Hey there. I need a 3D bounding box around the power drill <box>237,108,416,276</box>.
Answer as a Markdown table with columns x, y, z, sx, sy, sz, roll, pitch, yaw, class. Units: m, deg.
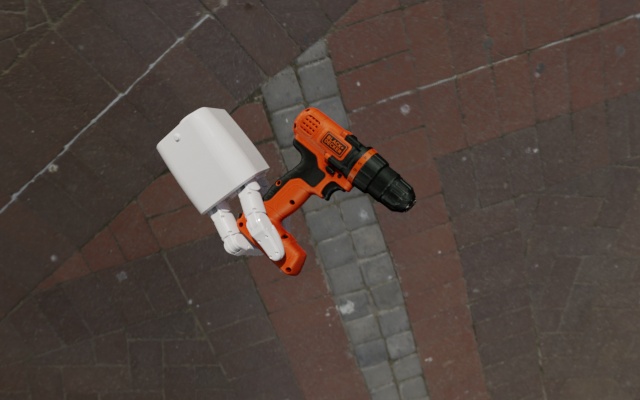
| x | y | z | sx | sy | sz | roll | pitch | yaw | class |
| --- | --- | --- | --- | --- | --- | --- | --- | --- | --- |
| 0.000 | 0.002 | 0.604 | 0.184 | 0.187 | 0.057 | 41 | 4 | 15 | power drill |
